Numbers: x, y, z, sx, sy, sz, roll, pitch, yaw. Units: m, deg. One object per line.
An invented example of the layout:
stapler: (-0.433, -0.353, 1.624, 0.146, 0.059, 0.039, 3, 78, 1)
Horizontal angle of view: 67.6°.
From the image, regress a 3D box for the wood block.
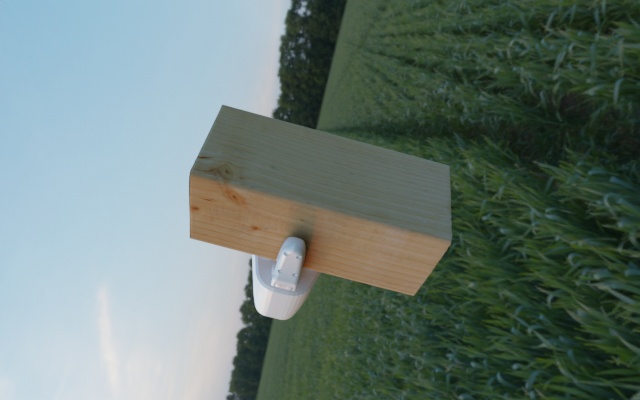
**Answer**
wood block: (0.000, 0.002, 0.419, 0.206, 0.090, 0.090, 14, -42, -3)
